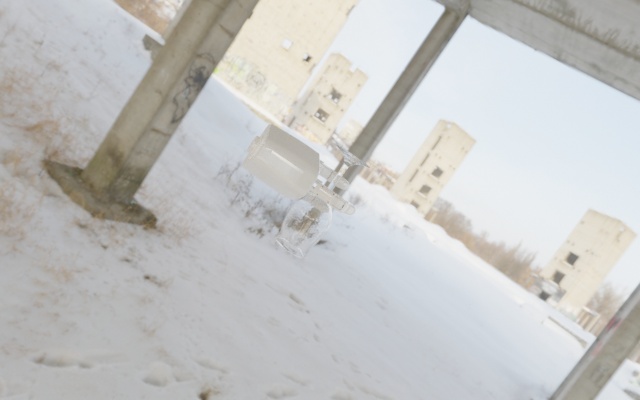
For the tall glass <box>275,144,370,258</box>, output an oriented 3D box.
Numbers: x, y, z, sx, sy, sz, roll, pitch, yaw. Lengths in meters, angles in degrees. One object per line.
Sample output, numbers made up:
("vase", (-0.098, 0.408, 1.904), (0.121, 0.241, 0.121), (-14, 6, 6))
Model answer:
("tall glass", (0.001, 0.002, 0.845), (0.079, 0.201, 0.079), (34, 5, -3))
